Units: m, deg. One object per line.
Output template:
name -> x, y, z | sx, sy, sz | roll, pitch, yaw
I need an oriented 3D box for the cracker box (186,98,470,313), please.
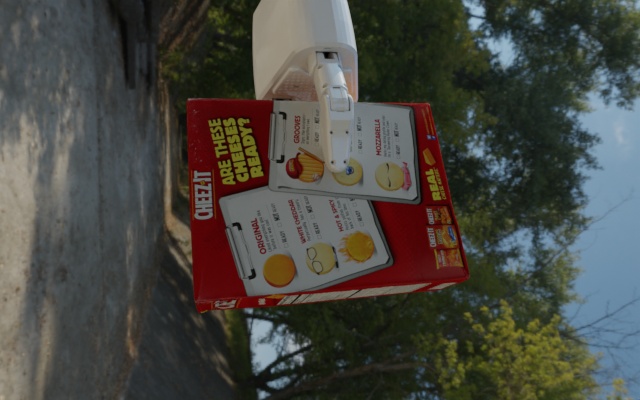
cracker box -> 0.000, 0.001, 0.405 | 0.214, 0.164, 0.072 | -2, -21, -14
